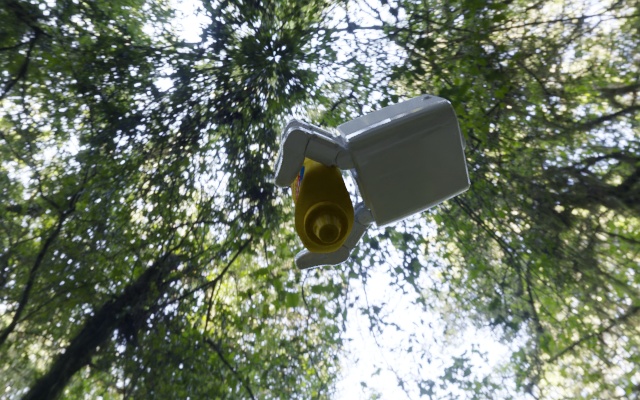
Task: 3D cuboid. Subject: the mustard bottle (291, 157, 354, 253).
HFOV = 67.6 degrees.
[{"bbox_3d":[0.000,0.002,0.503,0.058,0.096,0.191,1,17,-6],"label":"mustard bottle"}]
